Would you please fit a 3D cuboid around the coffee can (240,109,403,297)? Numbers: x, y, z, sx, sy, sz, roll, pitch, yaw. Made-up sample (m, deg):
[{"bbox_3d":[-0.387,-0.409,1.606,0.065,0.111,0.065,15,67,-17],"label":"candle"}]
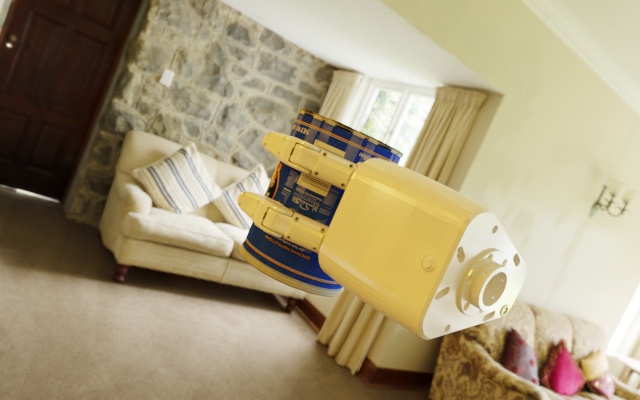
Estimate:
[{"bbox_3d":[0.000,0.002,0.438,0.103,0.140,0.103,24,6,-2],"label":"coffee can"}]
